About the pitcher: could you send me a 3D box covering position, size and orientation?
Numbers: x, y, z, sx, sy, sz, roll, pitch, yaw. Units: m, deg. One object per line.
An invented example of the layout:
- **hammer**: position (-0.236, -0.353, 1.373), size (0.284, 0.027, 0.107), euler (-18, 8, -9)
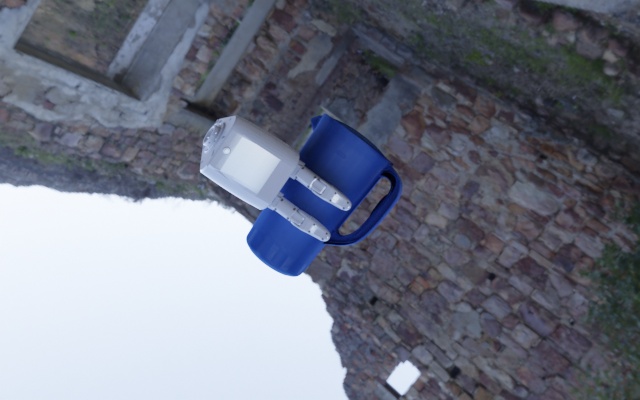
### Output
- **pitcher**: position (0.000, 0.002, 0.743), size (0.145, 0.243, 0.149), euler (32, 8, -27)
